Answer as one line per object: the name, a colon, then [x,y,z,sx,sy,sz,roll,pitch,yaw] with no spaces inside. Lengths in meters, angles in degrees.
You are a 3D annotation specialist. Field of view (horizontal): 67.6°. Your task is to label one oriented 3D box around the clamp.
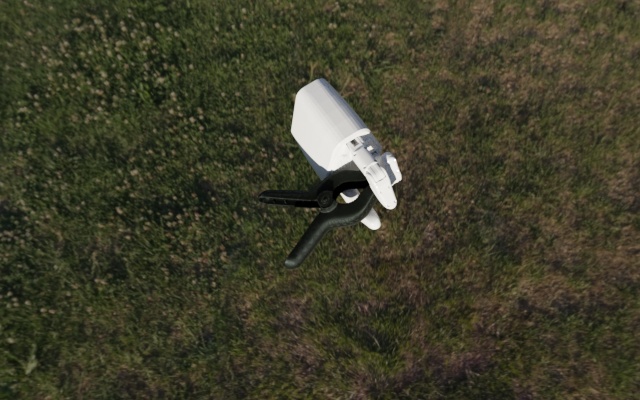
clamp: [0.000,0.002,0.638,0.171,0.120,0.039,-32,-21,-6]
